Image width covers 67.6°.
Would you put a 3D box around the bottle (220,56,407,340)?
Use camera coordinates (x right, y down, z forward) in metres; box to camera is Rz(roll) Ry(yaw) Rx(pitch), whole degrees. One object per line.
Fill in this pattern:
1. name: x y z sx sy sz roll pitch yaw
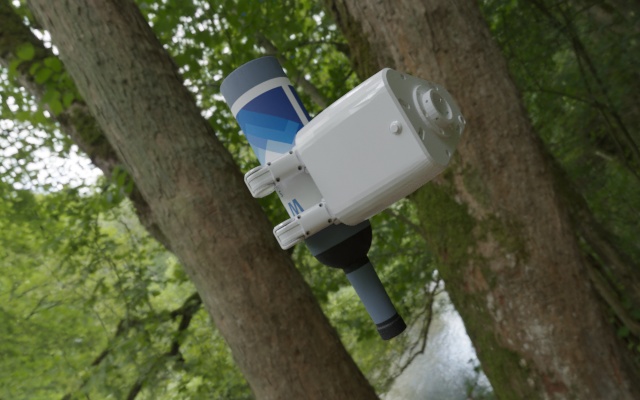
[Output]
1. bottle: 0.000 0.001 0.474 0.069 0.295 0.069 -29 -4 -2
